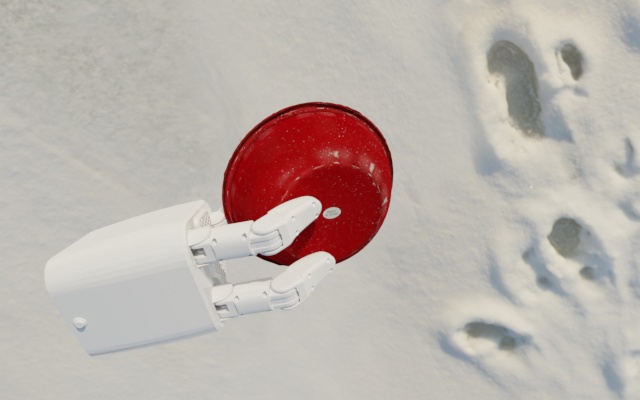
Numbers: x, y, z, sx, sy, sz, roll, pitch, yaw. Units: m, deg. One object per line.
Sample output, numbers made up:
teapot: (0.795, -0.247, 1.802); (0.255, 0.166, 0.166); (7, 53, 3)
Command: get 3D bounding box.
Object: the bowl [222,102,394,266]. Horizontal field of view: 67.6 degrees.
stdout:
bowl: (0.001, 0.001, 0.409); (0.162, 0.162, 0.055); (0, 25, -20)
